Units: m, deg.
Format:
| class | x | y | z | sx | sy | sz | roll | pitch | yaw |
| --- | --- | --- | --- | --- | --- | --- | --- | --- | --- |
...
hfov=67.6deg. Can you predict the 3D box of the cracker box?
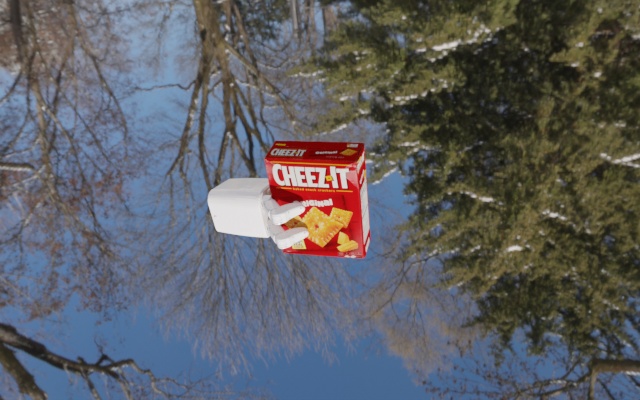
| class | x | y | z | sx | sy | sz | roll | pitch | yaw |
| --- | --- | --- | --- | --- | --- | --- | --- | --- | --- |
| cracker box | 0.000 | 0.003 | 0.862 | 0.164 | 0.214 | 0.072 | 3 | 36 | 15 |
